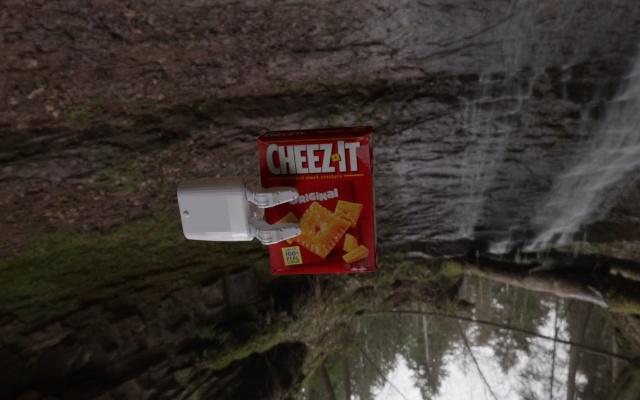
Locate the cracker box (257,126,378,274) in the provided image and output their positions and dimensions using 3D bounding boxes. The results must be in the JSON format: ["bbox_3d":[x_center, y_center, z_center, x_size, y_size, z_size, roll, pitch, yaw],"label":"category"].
[{"bbox_3d":[0.000,0.002,0.719,0.164,0.214,0.072,-2,17,8],"label":"cracker box"}]
